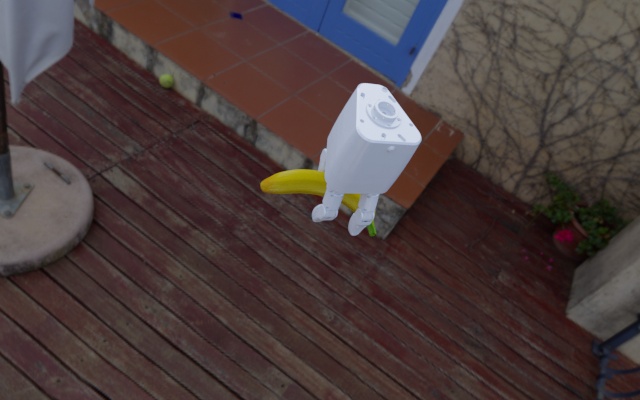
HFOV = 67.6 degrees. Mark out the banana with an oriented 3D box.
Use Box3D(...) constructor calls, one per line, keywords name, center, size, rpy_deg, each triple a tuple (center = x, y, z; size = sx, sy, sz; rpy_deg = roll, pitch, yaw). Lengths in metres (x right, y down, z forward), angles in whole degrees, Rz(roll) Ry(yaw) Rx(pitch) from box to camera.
Box3D(name="banana", center=(0.008, -0.012, 0.741), size=(0.198, 0.069, 0.037), rpy_deg=(22, -31, -9))
